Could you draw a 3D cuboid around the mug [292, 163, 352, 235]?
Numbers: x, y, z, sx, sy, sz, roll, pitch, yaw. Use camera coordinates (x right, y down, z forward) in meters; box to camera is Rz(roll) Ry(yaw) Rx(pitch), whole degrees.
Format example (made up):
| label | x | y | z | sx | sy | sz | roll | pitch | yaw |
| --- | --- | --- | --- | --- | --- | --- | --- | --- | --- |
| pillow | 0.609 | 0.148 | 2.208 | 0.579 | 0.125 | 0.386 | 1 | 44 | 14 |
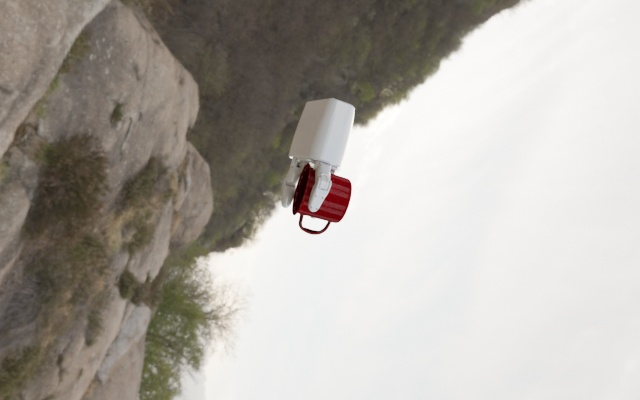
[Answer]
| label | x | y | z | sx | sy | sz | roll | pitch | yaw |
| --- | --- | --- | --- | --- | --- | --- | --- | --- | --- |
| mug | 0.000 | 0.004 | 0.824 | 0.081 | 0.117 | 0.093 | 16 | -1 | -13 |
